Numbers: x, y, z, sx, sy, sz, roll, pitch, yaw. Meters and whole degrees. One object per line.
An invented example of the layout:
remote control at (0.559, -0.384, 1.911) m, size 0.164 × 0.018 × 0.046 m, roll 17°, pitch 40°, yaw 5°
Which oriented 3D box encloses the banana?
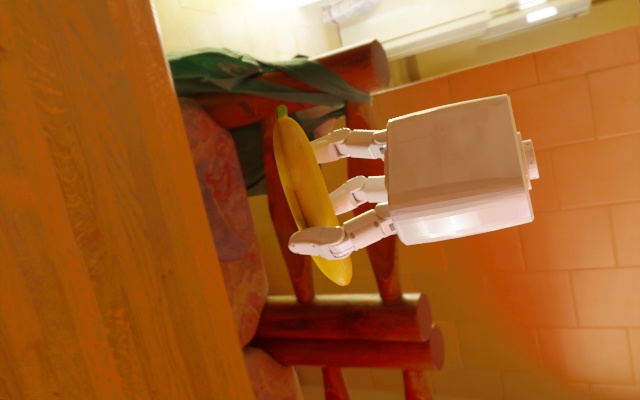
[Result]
banana at (-0.005, 0.004, 0.459) m, size 0.037 × 0.198 × 0.069 m, roll -15°, pitch 13°, yaw 17°
